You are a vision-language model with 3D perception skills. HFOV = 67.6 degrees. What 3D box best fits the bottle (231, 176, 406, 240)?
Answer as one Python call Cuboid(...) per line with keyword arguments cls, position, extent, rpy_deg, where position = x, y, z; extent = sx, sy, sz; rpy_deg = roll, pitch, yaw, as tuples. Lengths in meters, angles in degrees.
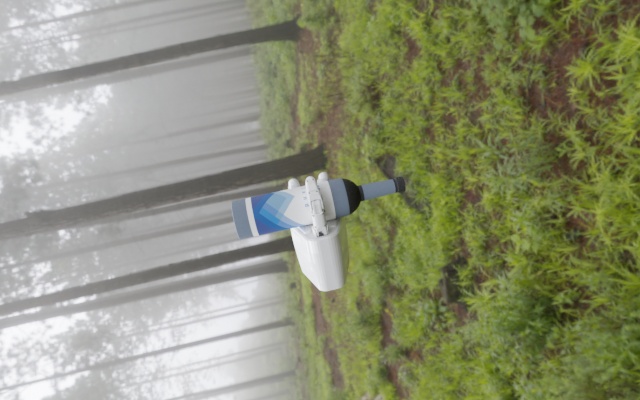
Cuboid(cls="bottle", position=(0.000, 0.003, 0.819), extent=(0.296, 0.069, 0.069), rpy_deg=(-12, 1, -4))
